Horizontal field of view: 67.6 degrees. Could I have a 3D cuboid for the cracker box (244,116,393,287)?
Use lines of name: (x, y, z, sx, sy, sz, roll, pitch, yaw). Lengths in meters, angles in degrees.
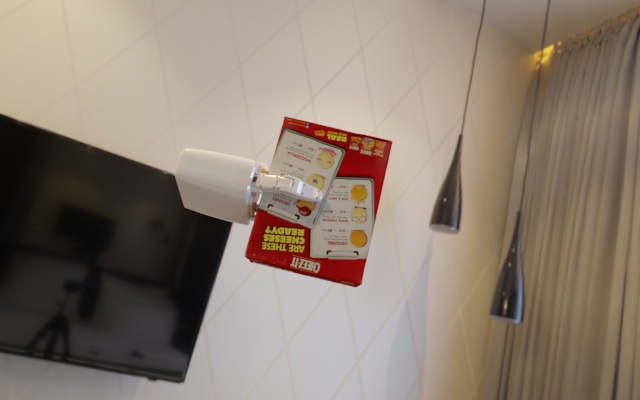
cracker box: (0.000, 0.002, 0.691, 0.164, 0.213, 0.072, 13, -14, 3)
